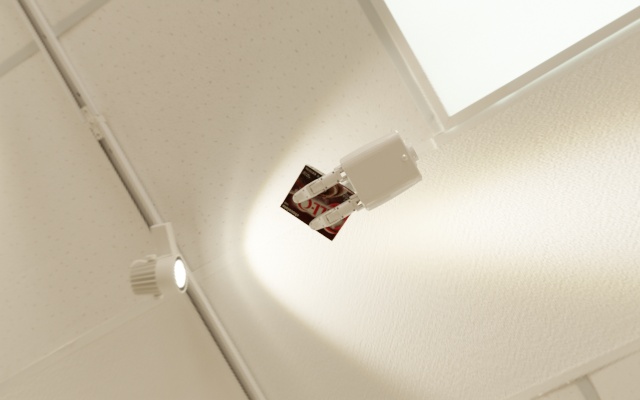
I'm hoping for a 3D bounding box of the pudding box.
[{"bbox_3d":[0.000,0.003,0.830,0.113,0.090,0.039,33,13,5],"label":"pudding box"}]
